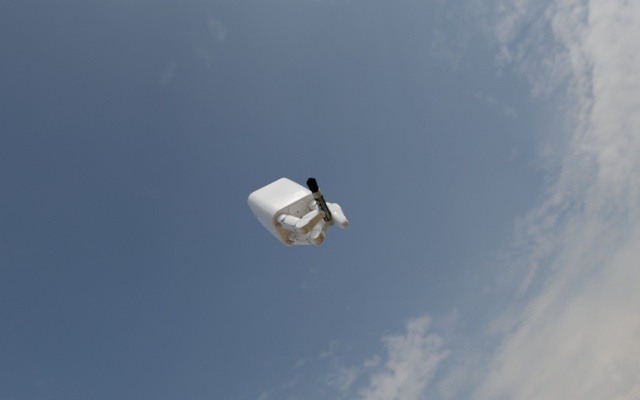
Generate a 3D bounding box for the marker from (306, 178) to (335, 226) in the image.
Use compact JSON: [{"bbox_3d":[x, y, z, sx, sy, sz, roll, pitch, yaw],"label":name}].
[{"bbox_3d":[0.000,0.003,0.899,0.020,0.020,0.121,0,-43,26],"label":"marker"}]
